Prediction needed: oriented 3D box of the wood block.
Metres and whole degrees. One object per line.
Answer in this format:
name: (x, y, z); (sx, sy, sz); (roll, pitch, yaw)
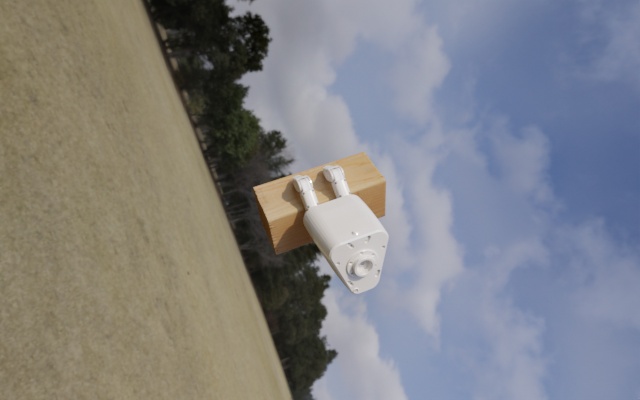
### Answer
wood block: (0.000, 0.003, 0.824); (0.206, 0.091, 0.090); (-18, 45, -12)
